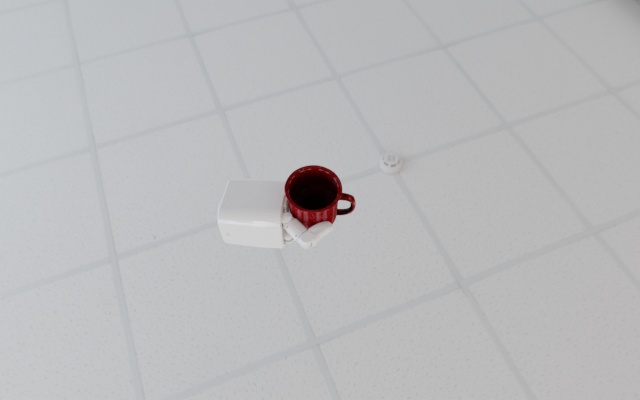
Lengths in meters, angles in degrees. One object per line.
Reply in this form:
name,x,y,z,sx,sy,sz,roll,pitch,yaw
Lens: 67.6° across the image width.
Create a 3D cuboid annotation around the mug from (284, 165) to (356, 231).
mug,0.002,0.003,0.797,0.117,0.093,0.082,4,-33,2
